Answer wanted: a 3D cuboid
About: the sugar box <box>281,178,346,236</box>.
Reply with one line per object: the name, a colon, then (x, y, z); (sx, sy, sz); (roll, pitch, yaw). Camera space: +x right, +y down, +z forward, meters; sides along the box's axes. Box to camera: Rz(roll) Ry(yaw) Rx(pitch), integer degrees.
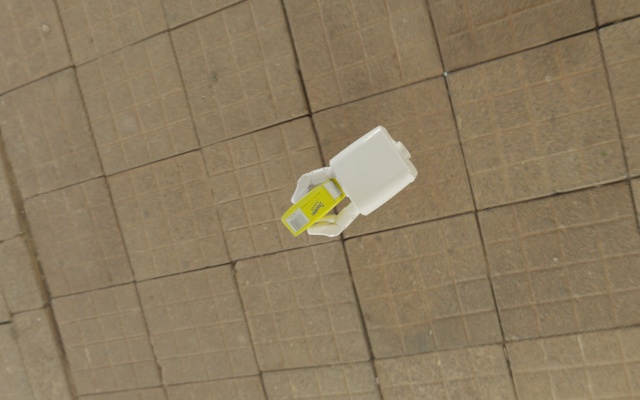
sugar box: (0.001, 0.003, 0.847); (0.093, 0.048, 0.176); (-39, -4, 17)
